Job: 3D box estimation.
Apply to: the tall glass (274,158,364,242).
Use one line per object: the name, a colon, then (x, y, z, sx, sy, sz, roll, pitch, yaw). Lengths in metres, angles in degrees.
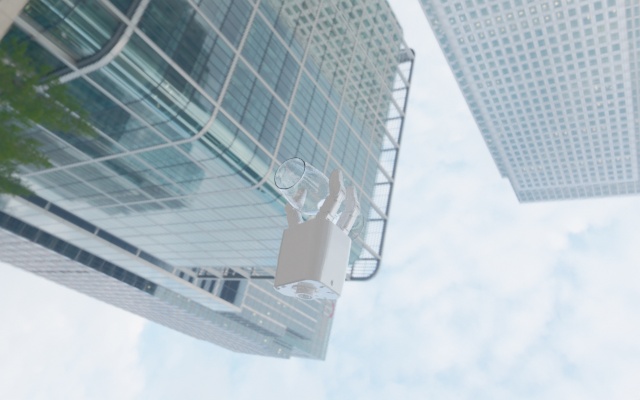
tall glass: (0.000, 0.003, 0.851, 0.079, 0.079, 0.201, 0, -29, 36)
